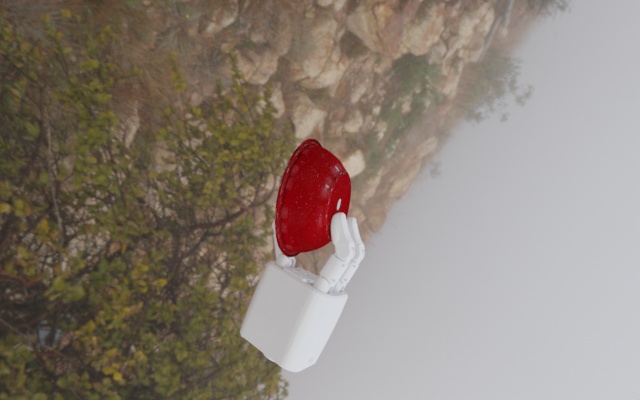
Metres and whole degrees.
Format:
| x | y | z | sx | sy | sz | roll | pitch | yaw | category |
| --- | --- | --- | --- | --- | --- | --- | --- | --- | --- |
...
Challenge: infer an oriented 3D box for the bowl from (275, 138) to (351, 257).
| x | y | z | sx | sy | sz | roll | pitch | yaw | category |
| --- | --- | --- | --- | --- | --- | --- | --- | --- | --- |
| 0.001 | 0.001 | 0.631 | 0.055 | 0.162 | 0.162 | 12 | 4 | 20 | bowl |
